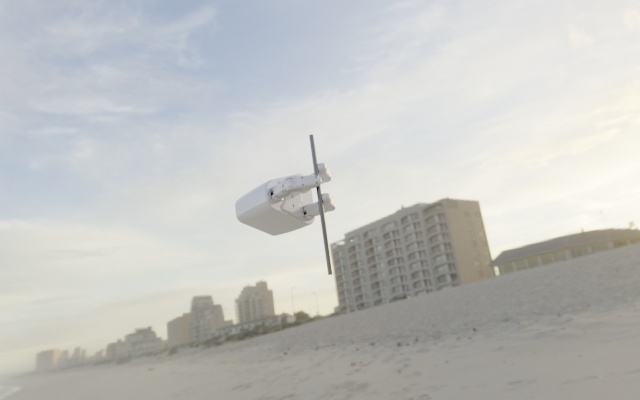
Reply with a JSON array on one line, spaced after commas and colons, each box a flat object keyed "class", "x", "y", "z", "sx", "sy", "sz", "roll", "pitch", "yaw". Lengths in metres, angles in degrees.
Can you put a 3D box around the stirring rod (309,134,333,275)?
[{"class": "stirring rod", "x": 0.000, "y": 0.003, "z": 0.788, "sx": 0.011, "sy": 0.239, "sz": 0.011, "roll": -7, "pitch": -16, "yaw": -2}]
